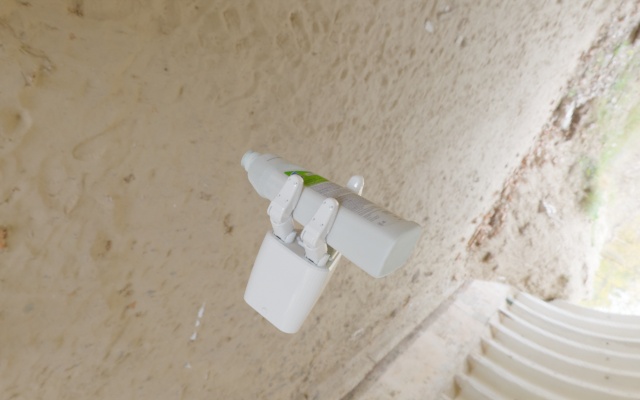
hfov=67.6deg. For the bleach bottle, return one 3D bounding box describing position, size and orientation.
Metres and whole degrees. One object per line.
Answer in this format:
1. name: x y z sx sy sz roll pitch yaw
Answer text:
1. bleach bottle: 0.000 0.002 0.623 0.250 0.068 0.102 33 22 24
